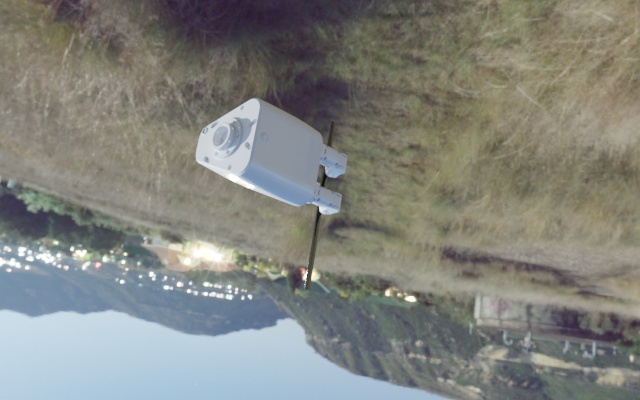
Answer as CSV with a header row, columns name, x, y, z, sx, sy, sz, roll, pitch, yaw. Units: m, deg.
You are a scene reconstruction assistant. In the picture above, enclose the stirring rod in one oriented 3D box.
name,x,y,z,sx,sy,sz,roll,pitch,yaw
stirring rod,0.000,0.002,0.662,0.011,0.239,0.011,8,-14,2
